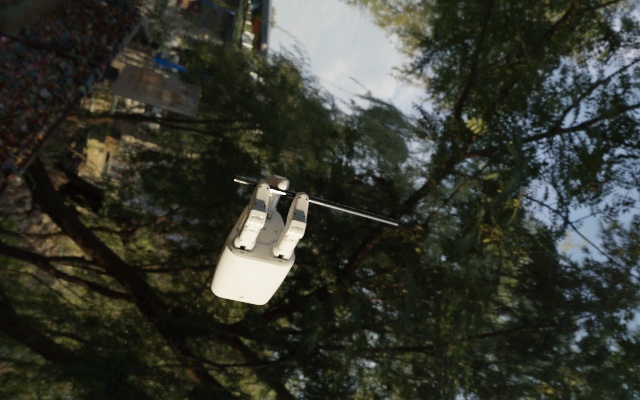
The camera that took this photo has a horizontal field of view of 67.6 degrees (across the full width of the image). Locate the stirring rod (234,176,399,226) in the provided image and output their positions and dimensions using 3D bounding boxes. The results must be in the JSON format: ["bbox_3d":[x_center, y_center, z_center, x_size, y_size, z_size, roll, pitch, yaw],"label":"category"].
[{"bbox_3d":[0.000,0.002,0.653,0.239,0.011,0.011,15,-5,-17],"label":"stirring rod"}]
